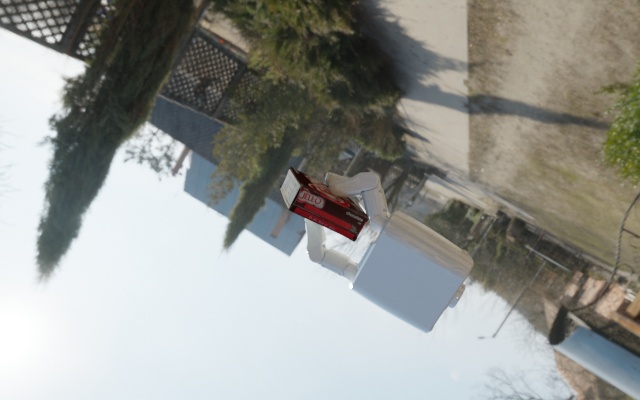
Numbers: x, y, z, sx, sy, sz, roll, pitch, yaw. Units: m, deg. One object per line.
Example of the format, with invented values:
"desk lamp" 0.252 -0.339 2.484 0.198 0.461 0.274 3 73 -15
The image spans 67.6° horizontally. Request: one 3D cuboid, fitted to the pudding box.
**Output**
"pudding box" 0.000 0.002 0.584 0.090 0.039 0.113 27 6 -16
